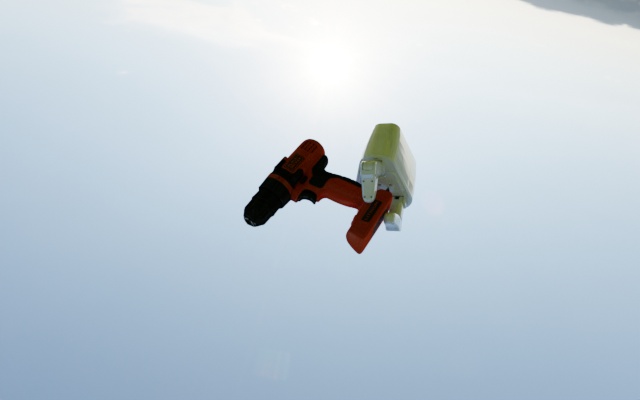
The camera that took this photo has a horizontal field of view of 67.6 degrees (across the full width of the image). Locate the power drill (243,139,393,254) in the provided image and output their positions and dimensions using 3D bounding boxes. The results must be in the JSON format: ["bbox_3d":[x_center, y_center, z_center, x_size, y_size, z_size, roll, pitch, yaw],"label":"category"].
[{"bbox_3d":[0.001,0.002,0.729,0.187,0.184,0.057,30,-29,15],"label":"power drill"}]
